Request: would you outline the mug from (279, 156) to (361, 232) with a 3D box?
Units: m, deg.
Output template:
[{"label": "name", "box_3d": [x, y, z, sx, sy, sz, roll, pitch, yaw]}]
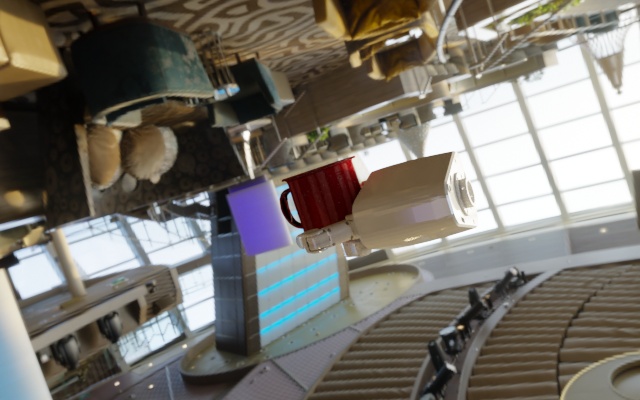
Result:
[{"label": "mug", "box_3d": [-0.001, 0.002, 0.580, 0.117, 0.081, 0.093, -16, 5, 30]}]
